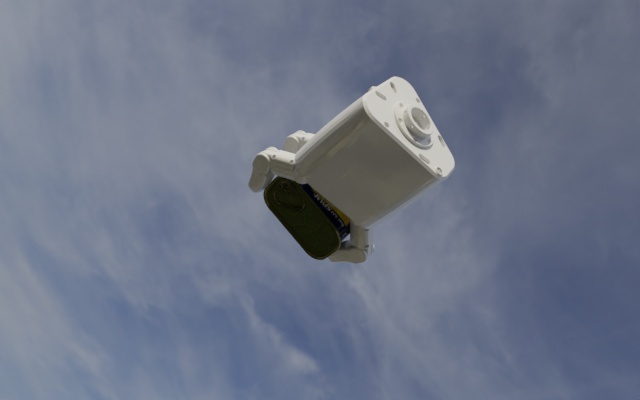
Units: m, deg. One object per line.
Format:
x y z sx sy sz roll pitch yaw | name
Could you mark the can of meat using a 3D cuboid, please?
0.000 0.002 0.543 0.057 0.102 0.084 -41 -1 44 | can of meat
